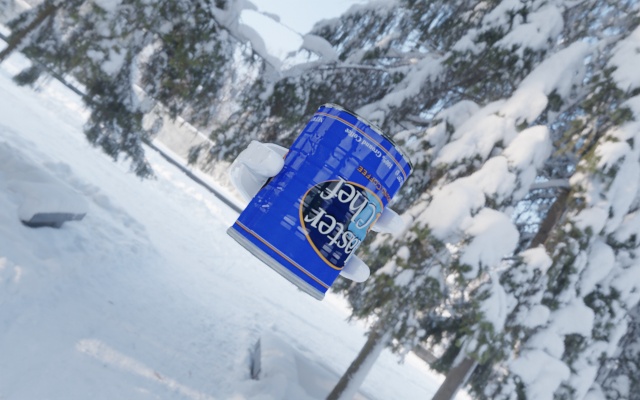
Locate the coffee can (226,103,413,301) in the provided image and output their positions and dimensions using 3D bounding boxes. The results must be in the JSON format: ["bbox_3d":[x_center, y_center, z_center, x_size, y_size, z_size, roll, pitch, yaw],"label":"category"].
[{"bbox_3d":[0.000,0.001,0.422,0.103,0.140,0.103,35,-7,5],"label":"coffee can"}]
